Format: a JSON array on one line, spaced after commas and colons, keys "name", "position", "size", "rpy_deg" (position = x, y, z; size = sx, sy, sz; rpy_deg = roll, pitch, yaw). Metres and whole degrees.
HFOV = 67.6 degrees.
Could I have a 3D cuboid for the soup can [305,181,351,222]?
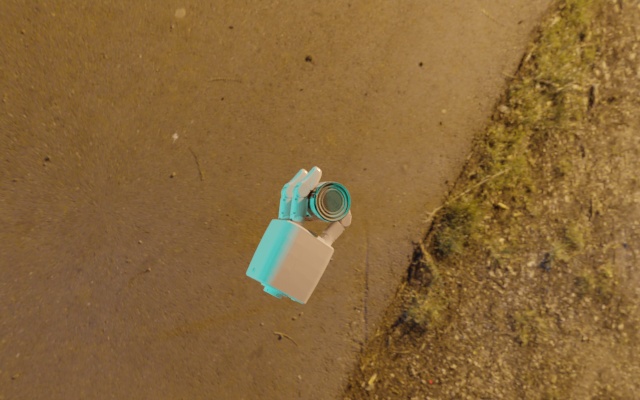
[{"name": "soup can", "position": [0.001, 0.002, 0.815], "size": [0.068, 0.068, 0.102], "rpy_deg": [0, -1, -24]}]
